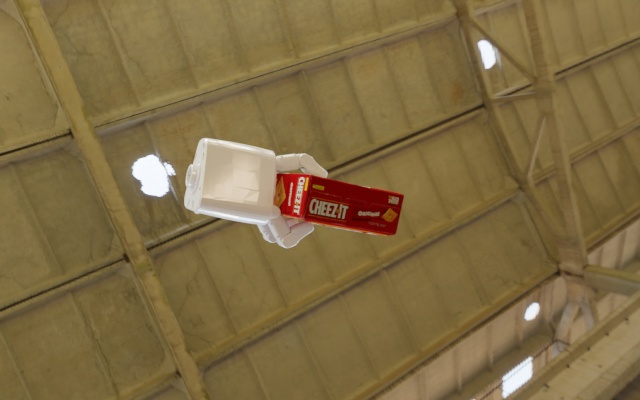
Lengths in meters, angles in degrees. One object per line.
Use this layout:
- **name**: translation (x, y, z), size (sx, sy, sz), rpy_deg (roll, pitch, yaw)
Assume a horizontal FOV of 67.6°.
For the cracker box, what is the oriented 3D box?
- **cracker box**: translation (0.000, 0.002, 0.765), size (0.164, 0.072, 0.213), rpy_deg (10, 0, -28)
